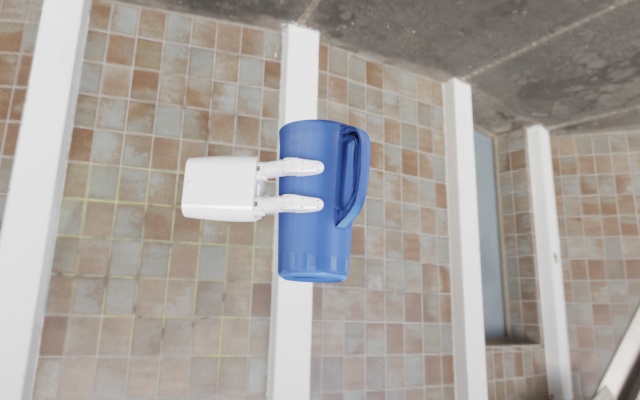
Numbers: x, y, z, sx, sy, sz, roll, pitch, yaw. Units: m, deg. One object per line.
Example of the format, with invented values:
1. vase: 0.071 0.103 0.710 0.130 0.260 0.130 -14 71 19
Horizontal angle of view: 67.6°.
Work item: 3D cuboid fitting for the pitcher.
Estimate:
1. pitcher: 0.000 0.002 0.745 0.145 0.242 0.149 2 -13 2
